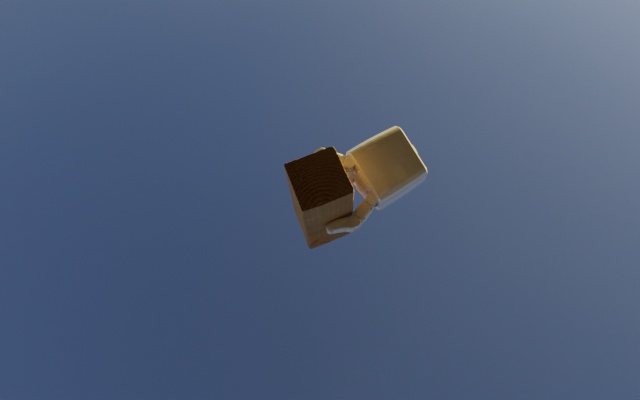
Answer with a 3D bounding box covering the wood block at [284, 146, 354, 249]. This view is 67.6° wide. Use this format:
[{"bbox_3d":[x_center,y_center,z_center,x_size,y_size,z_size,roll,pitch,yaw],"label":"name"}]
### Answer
[{"bbox_3d":[0.001,0.003,0.844,0.090,0.090,0.206,-21,-22,-6],"label":"wood block"}]
